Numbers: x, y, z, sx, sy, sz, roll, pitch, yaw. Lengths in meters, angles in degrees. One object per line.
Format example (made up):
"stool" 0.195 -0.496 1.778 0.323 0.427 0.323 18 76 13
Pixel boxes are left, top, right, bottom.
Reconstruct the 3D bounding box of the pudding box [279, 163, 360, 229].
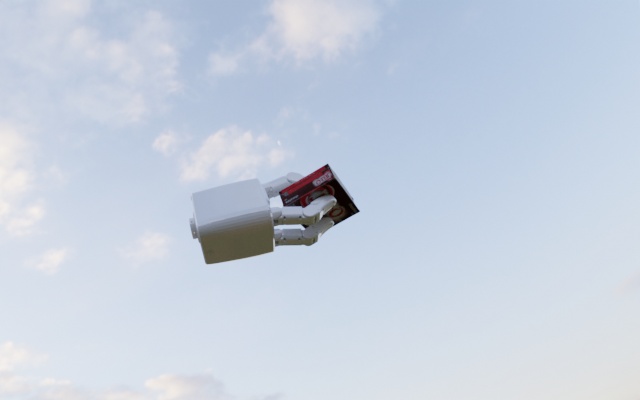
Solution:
"pudding box" 0.000 0.002 0.751 0.090 0.039 0.113 -29 -35 9
